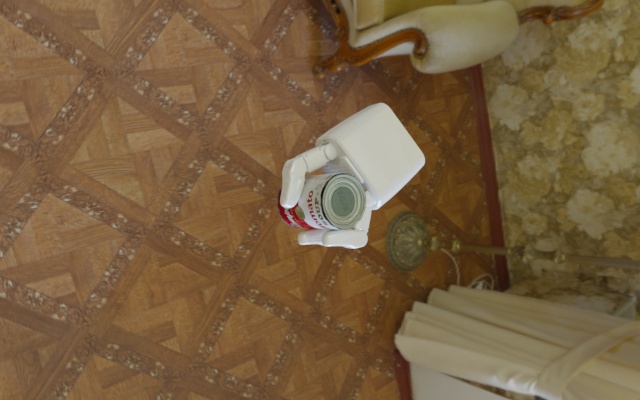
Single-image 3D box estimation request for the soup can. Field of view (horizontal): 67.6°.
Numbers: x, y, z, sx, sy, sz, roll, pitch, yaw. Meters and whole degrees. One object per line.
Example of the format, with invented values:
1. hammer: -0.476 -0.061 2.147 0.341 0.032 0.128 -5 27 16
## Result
1. soup can: 0.000 0.002 0.594 0.068 0.068 0.102 0 -1 -35
